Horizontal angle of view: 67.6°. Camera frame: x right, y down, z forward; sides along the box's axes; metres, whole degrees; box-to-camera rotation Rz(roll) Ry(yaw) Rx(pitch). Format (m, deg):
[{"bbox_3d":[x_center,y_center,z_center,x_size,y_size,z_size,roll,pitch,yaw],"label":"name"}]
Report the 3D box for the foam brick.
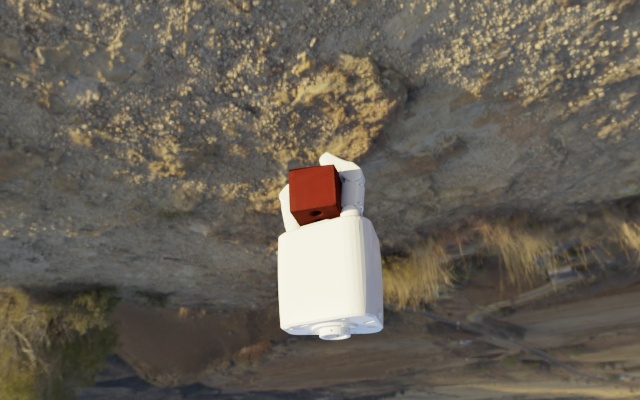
[{"bbox_3d":[0.000,0.002,0.539,0.053,0.051,0.078,-8,-27,13],"label":"foam brick"}]
